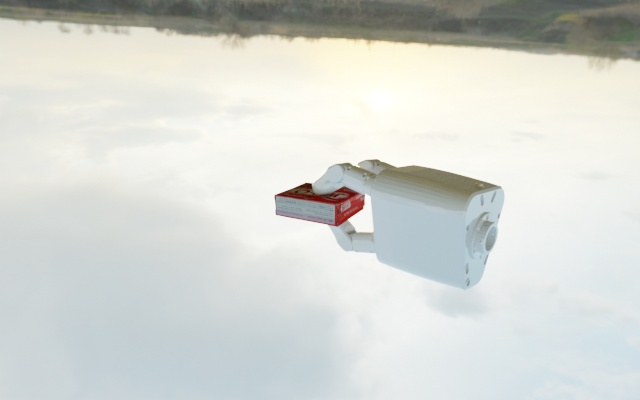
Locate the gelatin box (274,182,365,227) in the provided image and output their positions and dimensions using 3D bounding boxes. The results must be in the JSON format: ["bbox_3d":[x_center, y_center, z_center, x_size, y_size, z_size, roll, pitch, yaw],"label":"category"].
[{"bbox_3d":[0.000,0.002,0.585,0.089,0.030,0.073,8,18,29],"label":"gelatin box"}]
